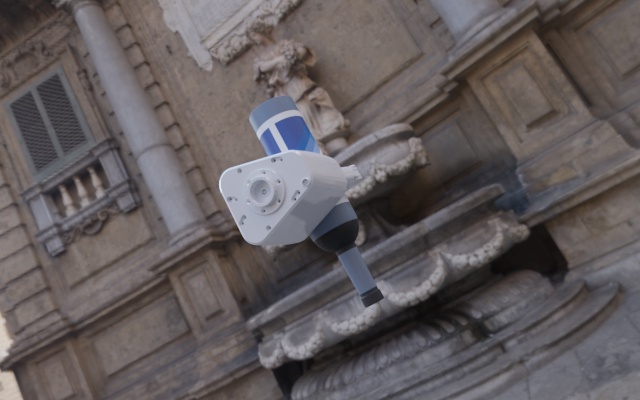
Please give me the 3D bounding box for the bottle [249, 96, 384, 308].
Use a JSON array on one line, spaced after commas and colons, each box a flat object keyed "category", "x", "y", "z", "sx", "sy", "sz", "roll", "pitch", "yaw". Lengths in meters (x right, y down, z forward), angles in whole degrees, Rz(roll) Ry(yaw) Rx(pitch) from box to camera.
[{"category": "bottle", "x": 0.000, "y": 0.002, "z": 0.629, "sx": 0.069, "sy": 0.295, "sz": 0.069, "roll": -27, "pitch": -11, "yaw": -6}]
